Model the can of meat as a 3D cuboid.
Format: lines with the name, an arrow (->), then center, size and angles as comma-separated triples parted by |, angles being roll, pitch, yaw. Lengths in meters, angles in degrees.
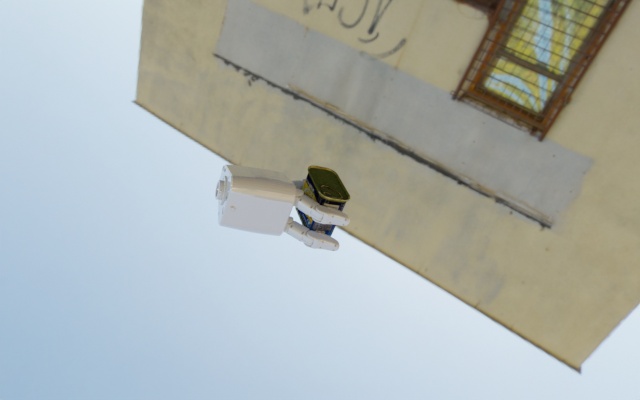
can of meat -> 0.000, 0.003, 0.821 | 0.057, 0.084, 0.102 | 8, 32, -25
